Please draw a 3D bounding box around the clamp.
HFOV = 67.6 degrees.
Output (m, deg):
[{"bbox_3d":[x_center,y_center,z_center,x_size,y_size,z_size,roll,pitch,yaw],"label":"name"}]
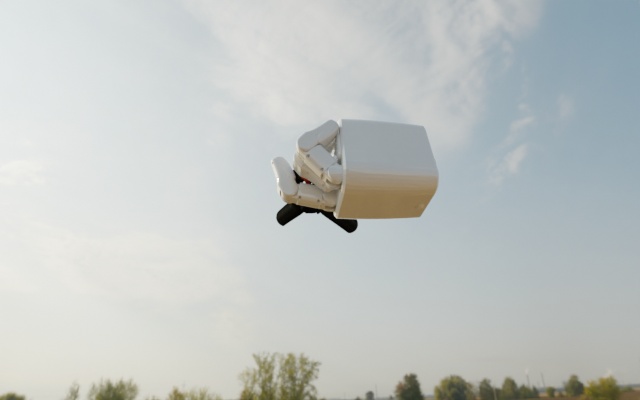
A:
[{"bbox_3d":[0.000,0.001,0.645,0.120,0.039,0.171,4,-23,-4],"label":"clamp"}]
